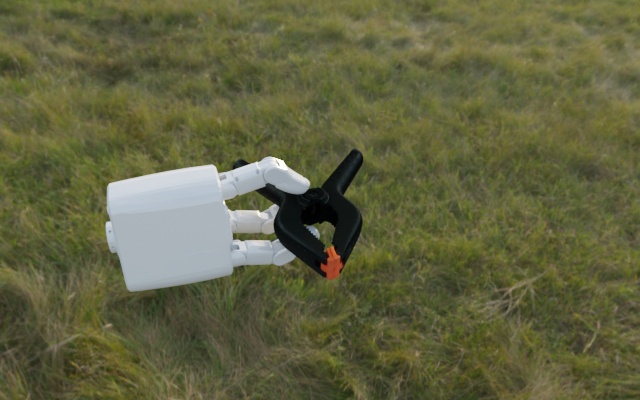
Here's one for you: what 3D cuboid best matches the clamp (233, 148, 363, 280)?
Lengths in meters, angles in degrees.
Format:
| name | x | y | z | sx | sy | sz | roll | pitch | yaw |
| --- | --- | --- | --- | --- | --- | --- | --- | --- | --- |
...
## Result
| name | x | y | z | sx | sy | sz | roll | pitch | yaw |
| --- | --- | --- | --- | --- | --- | --- | --- | --- | --- |
| clamp | 0.000 | 0.001 | 0.536 | 0.164 | 0.036 | 0.209 | -12 | 39 | -15 |
